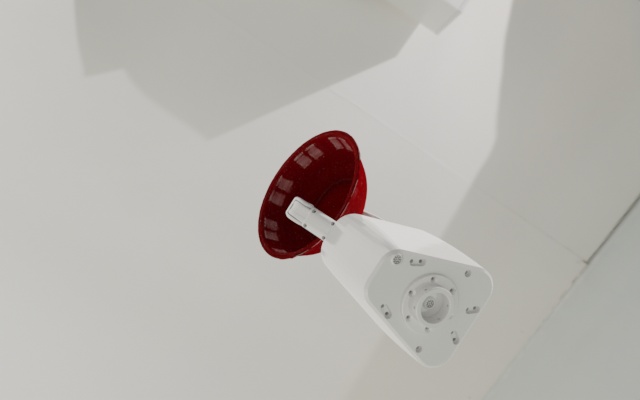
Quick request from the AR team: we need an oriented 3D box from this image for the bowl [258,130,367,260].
[{"bbox_3d":[0.000,0.001,0.550,0.055,0.162,0.162,33,-20,-35],"label":"bowl"}]
